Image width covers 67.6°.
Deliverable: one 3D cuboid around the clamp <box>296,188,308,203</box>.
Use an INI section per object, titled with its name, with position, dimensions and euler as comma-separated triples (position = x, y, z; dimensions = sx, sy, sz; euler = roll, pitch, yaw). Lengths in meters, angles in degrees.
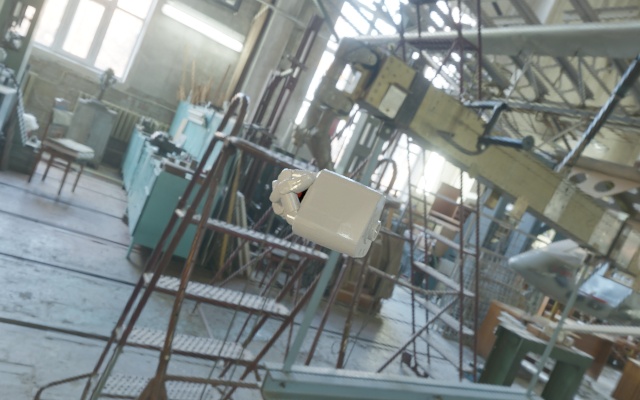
[clamp]
position = 0.000, 0.002, 0.849
dimensions = 0.120, 0.039, 0.171
euler = 20, 3, 18
